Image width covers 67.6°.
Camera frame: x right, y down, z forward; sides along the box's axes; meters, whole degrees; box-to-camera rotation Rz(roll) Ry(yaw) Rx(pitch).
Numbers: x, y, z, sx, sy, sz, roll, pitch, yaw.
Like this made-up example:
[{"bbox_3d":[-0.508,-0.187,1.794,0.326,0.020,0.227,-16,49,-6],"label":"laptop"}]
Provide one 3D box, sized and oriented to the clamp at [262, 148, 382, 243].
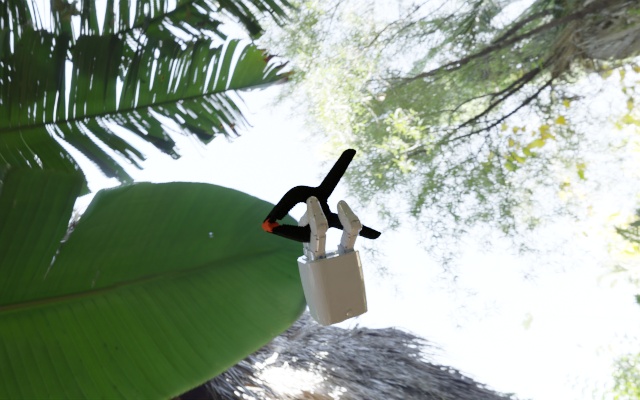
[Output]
[{"bbox_3d":[-0.001,0.003,0.789,0.210,0.164,0.036,-11,-2,-29],"label":"clamp"}]
